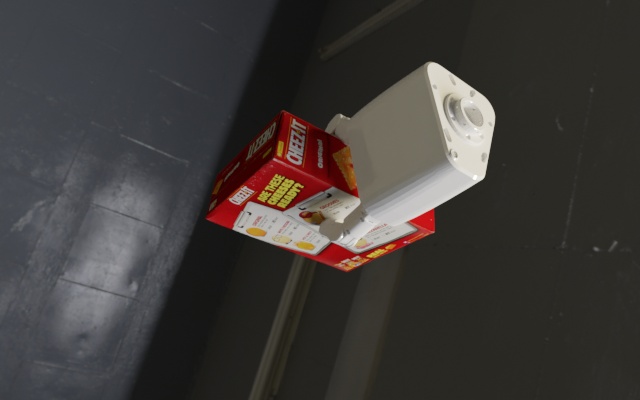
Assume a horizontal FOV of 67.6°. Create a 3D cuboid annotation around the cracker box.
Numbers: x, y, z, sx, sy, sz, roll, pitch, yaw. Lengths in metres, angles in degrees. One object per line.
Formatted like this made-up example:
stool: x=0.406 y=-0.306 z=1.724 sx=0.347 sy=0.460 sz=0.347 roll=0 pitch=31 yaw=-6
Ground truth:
cracker box: x=0.000 y=0.002 z=0.562 sx=0.214 sy=0.072 sz=0.164 roll=24 pitch=-36 yaw=-27
